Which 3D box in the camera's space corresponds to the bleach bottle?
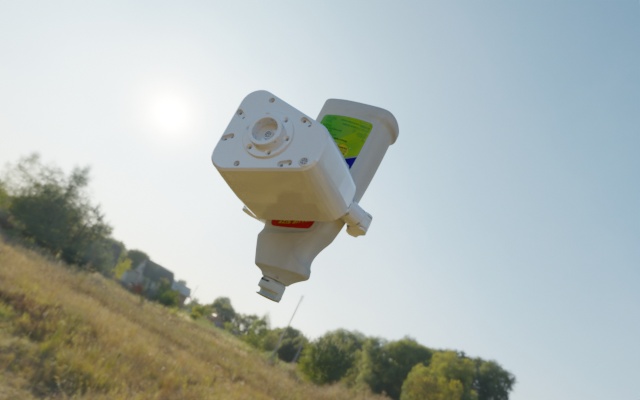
[{"bbox_3d":[0.000,0.002,0.560,0.102,0.250,0.068,18,-19,23],"label":"bleach bottle"}]
